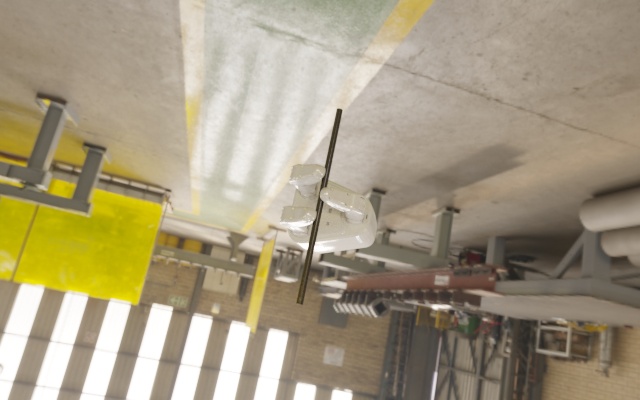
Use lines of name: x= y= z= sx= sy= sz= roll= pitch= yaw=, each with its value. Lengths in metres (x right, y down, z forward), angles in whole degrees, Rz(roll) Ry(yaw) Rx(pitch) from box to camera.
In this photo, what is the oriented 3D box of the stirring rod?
stirring rod: x=0.000 y=0.002 z=0.564 sx=0.011 sy=0.239 sz=0.011 roll=11 pitch=-14 yaw=3
